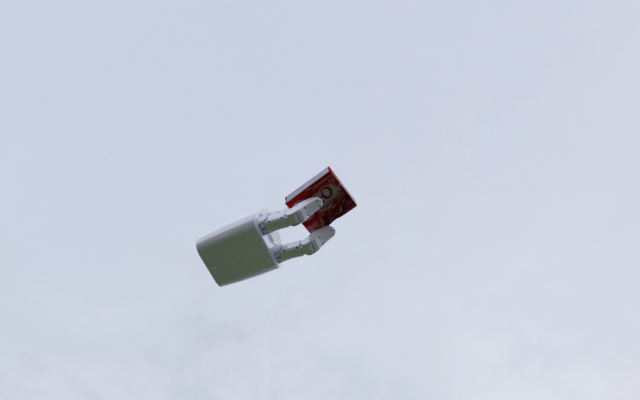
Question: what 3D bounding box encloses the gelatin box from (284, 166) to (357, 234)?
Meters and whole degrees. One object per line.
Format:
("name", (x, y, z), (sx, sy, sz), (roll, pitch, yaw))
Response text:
("gelatin box", (0.000, 0.002, 0.743), (0.089, 0.073, 0.030), (-35, 20, 9))
